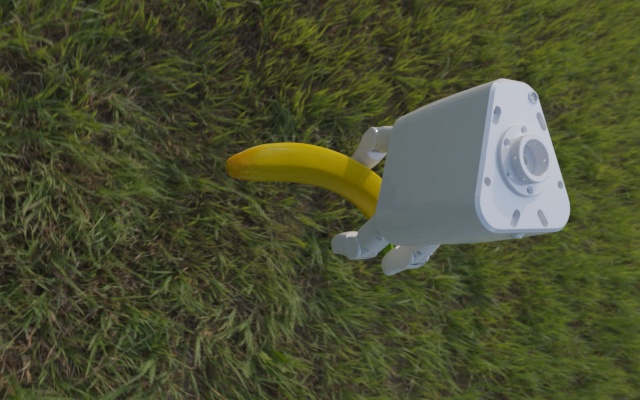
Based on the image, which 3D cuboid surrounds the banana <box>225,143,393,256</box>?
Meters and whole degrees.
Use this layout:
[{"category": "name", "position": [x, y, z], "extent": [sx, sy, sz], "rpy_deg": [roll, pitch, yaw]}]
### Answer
[{"category": "banana", "position": [0.009, -0.014, 0.455], "extent": [0.198, 0.069, 0.037], "rpy_deg": [28, -17, -23]}]
